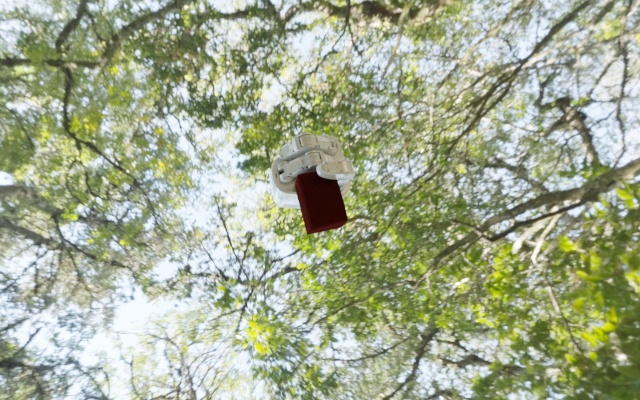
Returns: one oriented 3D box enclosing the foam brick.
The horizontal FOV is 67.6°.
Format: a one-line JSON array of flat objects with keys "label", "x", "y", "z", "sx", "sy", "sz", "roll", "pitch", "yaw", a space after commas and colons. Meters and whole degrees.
[{"label": "foam brick", "x": 0.000, "y": 0.002, "z": 0.654, "sx": 0.053, "sy": 0.078, "sz": 0.051, "roll": -12, "pitch": -13, "yaw": -11}]
